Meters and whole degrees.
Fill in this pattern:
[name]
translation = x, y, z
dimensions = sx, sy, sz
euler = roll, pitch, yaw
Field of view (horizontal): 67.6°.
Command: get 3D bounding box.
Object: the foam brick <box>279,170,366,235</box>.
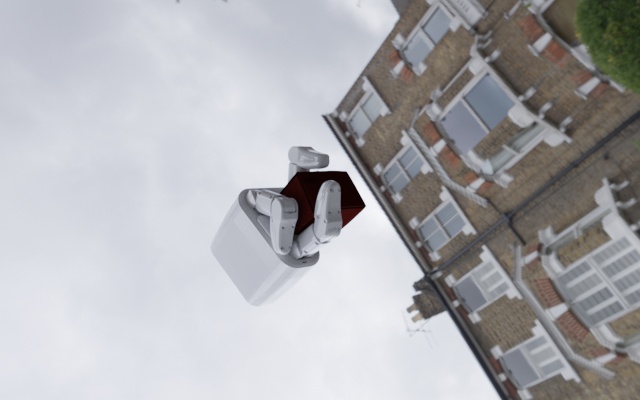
[foam brick]
translation = 0.000, 0.002, 0.541
dimensions = 0.078, 0.053, 0.051
euler = -3, -33, -39
